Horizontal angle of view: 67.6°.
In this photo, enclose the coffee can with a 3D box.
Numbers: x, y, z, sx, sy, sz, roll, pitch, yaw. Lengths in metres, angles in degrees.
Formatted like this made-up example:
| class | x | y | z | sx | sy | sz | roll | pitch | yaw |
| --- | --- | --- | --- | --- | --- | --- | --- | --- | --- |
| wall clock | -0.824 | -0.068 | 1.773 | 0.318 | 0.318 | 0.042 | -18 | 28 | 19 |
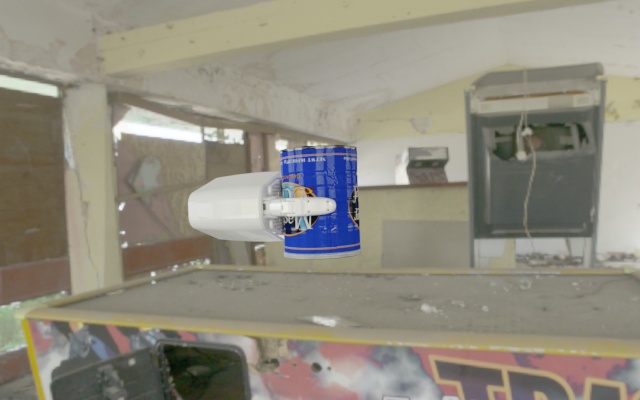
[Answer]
| class | x | y | z | sx | sy | sz | roll | pitch | yaw |
| --- | --- | --- | --- | --- | --- | --- | --- | --- | --- |
| coffee can | 0.000 | 0.002 | 0.632 | 0.103 | 0.140 | 0.103 | -2 | 1 | 0 |
